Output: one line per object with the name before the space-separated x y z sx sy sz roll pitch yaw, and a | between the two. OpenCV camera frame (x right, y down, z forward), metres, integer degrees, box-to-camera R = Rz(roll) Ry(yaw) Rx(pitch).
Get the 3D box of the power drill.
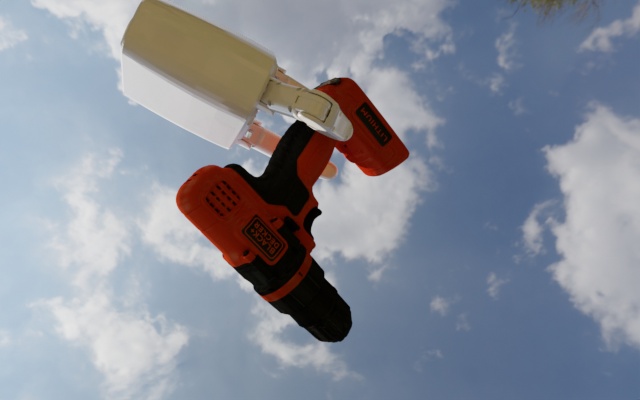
power drill | 0.000 0.001 0.408 0.057 0.184 0.187 -10 37 54
